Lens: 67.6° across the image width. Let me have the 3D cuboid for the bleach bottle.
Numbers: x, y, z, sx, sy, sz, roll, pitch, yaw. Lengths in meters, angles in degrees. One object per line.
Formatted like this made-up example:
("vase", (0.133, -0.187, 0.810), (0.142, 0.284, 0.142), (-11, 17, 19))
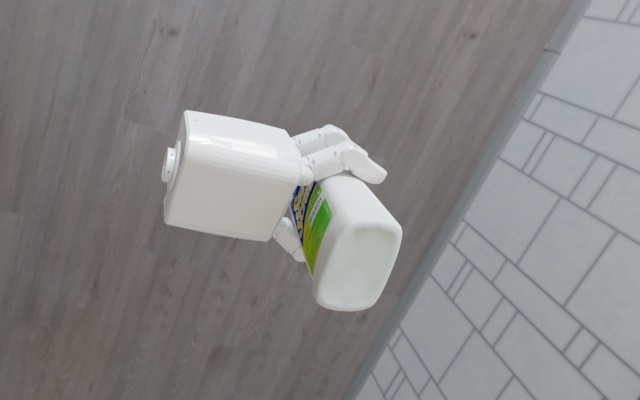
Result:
("bleach bottle", (0.000, 0.002, 0.521), (0.068, 0.103, 0.250), (9, 23, -23))
